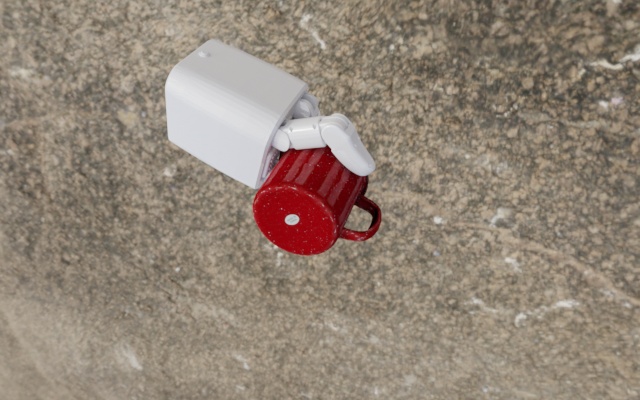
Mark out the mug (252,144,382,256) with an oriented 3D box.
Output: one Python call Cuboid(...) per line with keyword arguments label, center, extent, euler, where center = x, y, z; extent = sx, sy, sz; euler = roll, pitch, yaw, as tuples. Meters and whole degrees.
Cuboid(label="mug", center=(0.001, 0.002, 0.439), extent=(0.117, 0.093, 0.081), euler=(27, 43, 1))
